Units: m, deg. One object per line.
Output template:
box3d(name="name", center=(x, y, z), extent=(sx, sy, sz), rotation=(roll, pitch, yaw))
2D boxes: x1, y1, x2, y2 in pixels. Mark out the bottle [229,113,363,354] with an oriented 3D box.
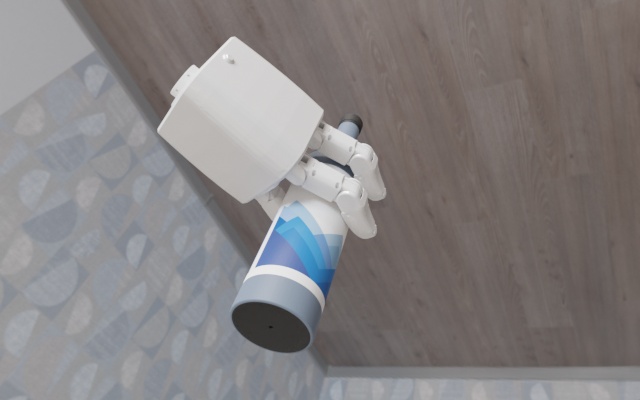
box3d(name="bottle", center=(0.000, 0.002, 0.462), extent=(0.069, 0.069, 0.295), rotation=(0, 40, 19))
